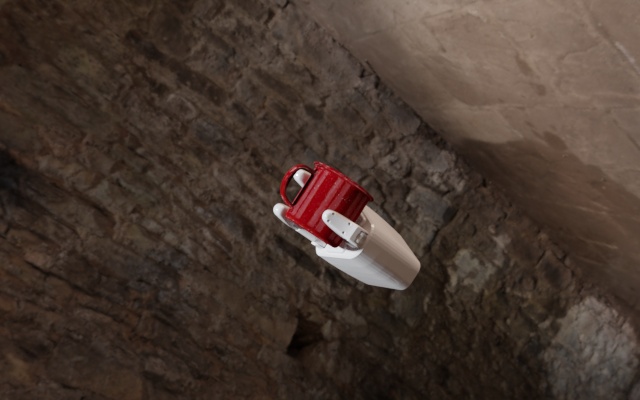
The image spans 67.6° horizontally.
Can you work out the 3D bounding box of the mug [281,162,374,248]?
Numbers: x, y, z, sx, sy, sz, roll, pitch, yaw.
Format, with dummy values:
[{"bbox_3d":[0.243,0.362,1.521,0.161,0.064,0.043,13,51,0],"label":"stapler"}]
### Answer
[{"bbox_3d":[-0.001,0.001,0.616,0.117,0.081,0.093,35,-5,-25],"label":"mug"}]
